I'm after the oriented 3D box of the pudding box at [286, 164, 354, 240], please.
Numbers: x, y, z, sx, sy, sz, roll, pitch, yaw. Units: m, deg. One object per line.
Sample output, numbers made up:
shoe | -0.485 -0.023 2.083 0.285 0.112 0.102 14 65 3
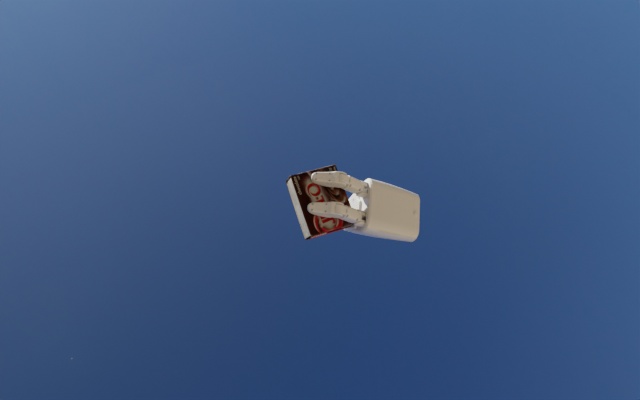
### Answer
pudding box | 0.000 0.003 0.829 0.090 0.113 0.039 -16 -11 -26
